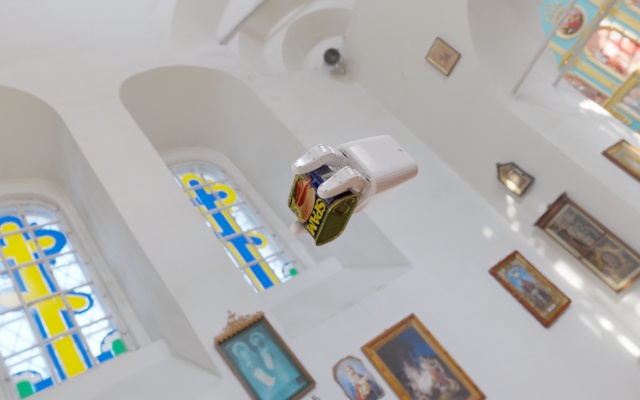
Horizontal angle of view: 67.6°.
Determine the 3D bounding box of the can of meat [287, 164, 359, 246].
[{"bbox_3d":[0.000,0.002,0.706,0.057,0.084,0.102,-21,-32,-35],"label":"can of meat"}]
